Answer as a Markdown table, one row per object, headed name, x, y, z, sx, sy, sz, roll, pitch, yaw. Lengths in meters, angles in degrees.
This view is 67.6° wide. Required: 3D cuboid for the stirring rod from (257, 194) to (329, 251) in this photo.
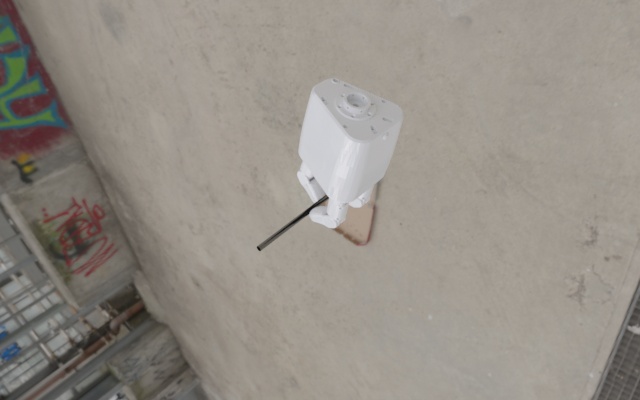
| name | x | y | z | sx | sy | sz | roll | pitch | yaw |
| --- | --- | --- | --- | --- | --- | --- | --- | --- | --- |
| stirring rod | 0.000 | 0.002 | 0.688 | 0.239 | 0.011 | 0.011 | -37 | 22 | -33 |
